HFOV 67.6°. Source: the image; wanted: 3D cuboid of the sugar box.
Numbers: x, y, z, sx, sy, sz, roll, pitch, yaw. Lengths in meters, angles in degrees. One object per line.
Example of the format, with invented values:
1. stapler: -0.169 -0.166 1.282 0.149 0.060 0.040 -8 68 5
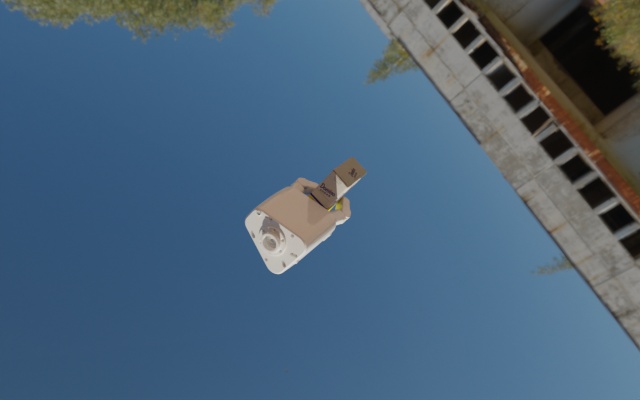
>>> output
1. sugar box: 0.000 0.003 0.856 0.176 0.048 0.093 -43 -3 32
